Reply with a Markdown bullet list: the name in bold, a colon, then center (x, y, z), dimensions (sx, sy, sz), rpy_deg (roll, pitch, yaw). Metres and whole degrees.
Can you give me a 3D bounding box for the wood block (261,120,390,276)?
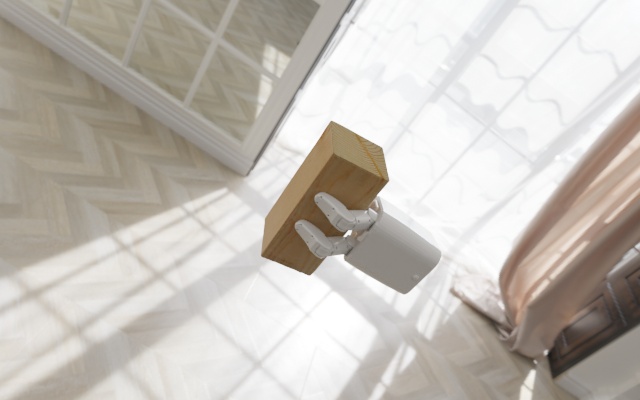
- **wood block**: center (0.001, 0.002, 0.694), dimensions (0.090, 0.206, 0.090), rpy_deg (25, 33, -19)
